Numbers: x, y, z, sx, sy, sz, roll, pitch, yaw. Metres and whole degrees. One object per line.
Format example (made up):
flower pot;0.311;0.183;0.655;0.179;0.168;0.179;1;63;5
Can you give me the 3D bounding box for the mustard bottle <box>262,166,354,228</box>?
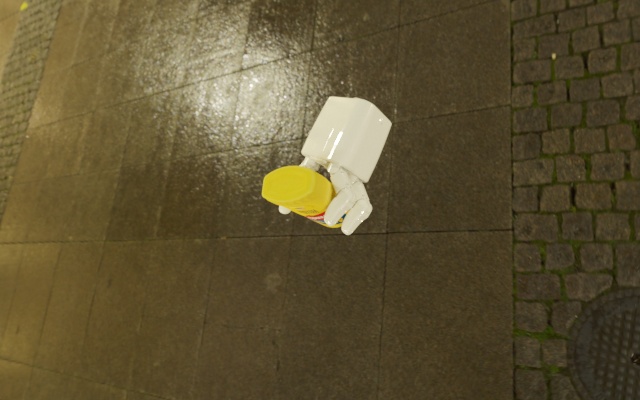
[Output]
mustard bottle;0.000;0.003;0.759;0.096;0.058;0.192;-5;-19;31
